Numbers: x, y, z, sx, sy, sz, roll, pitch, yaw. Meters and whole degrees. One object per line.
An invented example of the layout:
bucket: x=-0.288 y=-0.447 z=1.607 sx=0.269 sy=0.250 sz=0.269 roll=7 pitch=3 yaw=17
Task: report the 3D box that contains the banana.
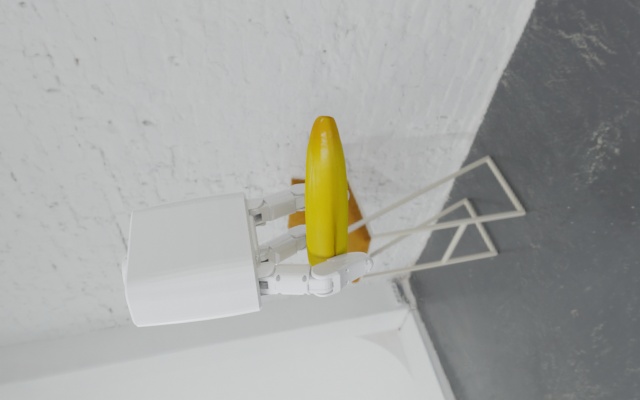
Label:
banana: x=0.003 y=0.018 z=0.431 sx=0.037 sy=0.069 sz=0.198 roll=-8 pitch=-39 yaw=-6
